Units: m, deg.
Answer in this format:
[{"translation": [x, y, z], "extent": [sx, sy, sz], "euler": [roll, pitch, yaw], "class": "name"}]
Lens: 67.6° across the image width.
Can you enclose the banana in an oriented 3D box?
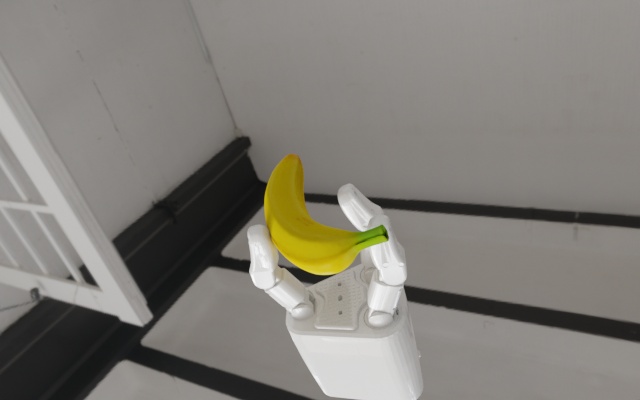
[{"translation": [-0.015, 0.012, 0.408], "extent": [0.069, 0.037, 0.197], "euler": [-30, 31, -10], "class": "banana"}]
